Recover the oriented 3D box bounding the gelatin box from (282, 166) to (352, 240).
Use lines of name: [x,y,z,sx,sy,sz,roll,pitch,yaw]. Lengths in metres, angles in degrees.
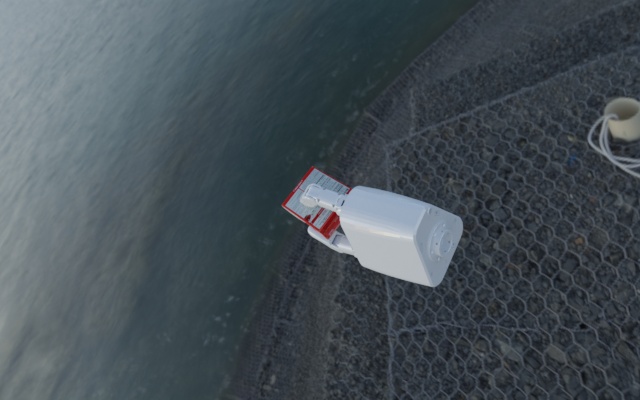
gelatin box: [0.000,0.002,0.664,0.089,0.073,0.030,32,-8,41]
